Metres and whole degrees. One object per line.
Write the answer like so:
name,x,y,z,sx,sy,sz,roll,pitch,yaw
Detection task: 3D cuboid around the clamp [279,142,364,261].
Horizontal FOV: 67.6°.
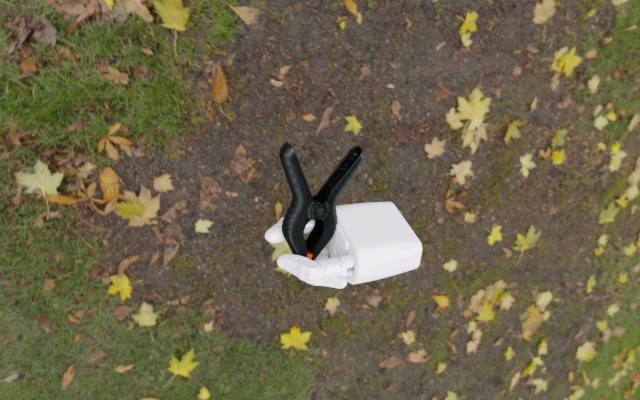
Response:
clamp,0.000,0.002,0.624,0.120,0.171,0.039,-7,28,-24
